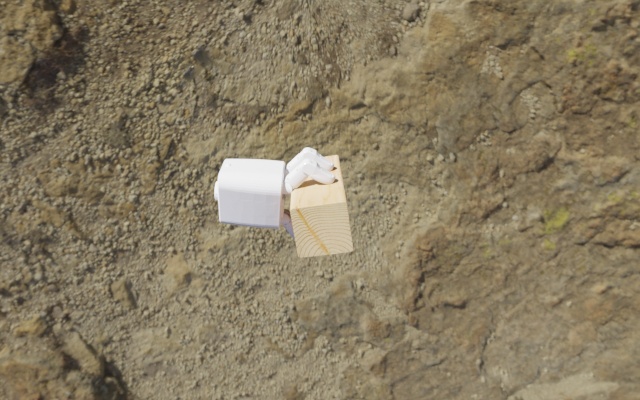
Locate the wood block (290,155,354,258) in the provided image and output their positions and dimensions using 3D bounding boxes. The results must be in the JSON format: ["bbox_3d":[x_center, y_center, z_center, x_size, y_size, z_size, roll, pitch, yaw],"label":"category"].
[{"bbox_3d":[0.000,0.003,0.827,0.090,0.091,0.206,-8,26,2],"label":"wood block"}]
